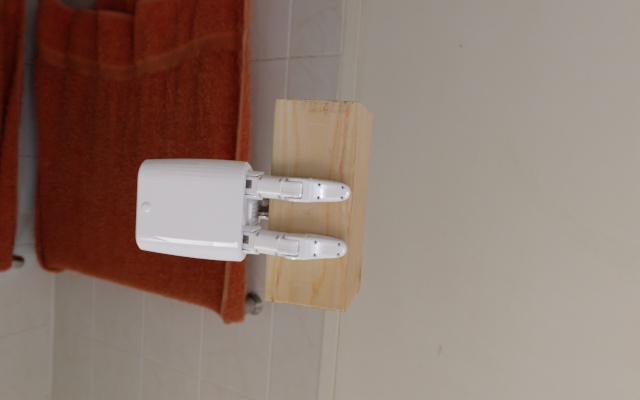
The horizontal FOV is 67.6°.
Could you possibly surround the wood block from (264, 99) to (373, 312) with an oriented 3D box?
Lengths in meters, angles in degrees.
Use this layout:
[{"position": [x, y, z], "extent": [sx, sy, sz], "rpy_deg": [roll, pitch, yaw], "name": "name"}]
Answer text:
[{"position": [0.000, 0.002, 0.516], "extent": [0.090, 0.206, 0.091], "rpy_deg": [5, 5, 13], "name": "wood block"}]
